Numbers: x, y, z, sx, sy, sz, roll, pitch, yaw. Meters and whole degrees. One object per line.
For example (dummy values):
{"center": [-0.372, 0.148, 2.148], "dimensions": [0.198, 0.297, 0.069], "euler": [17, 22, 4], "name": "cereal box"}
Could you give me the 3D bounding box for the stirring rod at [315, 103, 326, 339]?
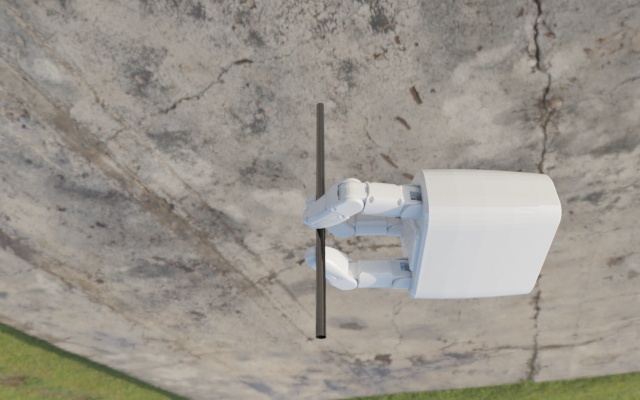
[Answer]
{"center": [0.000, 0.001, 0.416], "dimensions": [0.011, 0.239, 0.011], "euler": [0, -35, 0], "name": "stirring rod"}
